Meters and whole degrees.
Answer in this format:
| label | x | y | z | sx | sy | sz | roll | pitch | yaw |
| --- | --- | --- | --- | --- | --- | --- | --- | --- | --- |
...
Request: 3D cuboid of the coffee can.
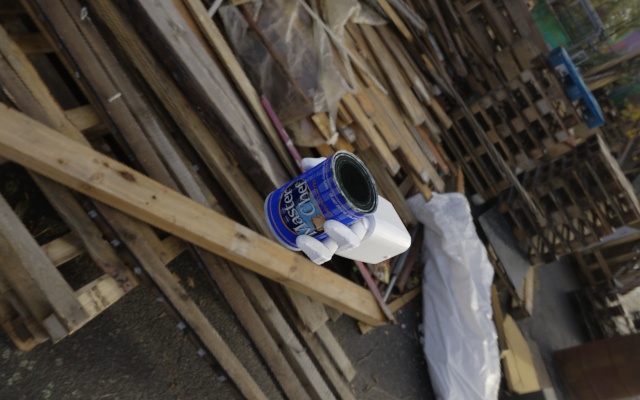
| label | x | y | z | sx | sy | sz | roll | pitch | yaw |
| --- | --- | --- | --- | --- | --- | --- | --- | --- | --- |
| coffee can | 0.000 | 0.002 | 0.712 | 0.140 | 0.102 | 0.103 | -30 | -18 | 34 |
